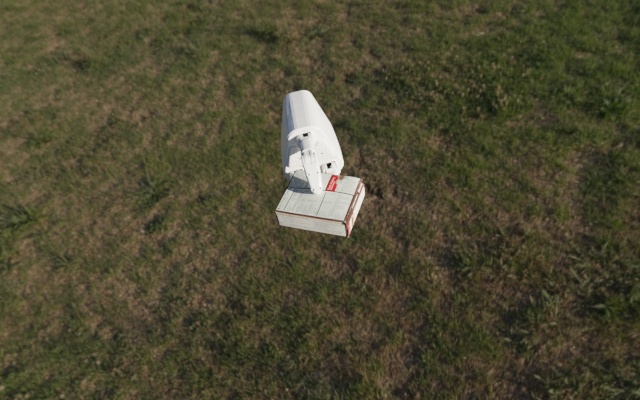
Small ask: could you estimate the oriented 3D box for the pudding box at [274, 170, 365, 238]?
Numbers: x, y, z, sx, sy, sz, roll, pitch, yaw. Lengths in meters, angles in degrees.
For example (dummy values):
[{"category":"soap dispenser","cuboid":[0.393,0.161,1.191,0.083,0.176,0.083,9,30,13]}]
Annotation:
[{"category":"pudding box","cuboid":[0.000,0.002,0.708,0.113,0.090,0.039,8,-39,21]}]
